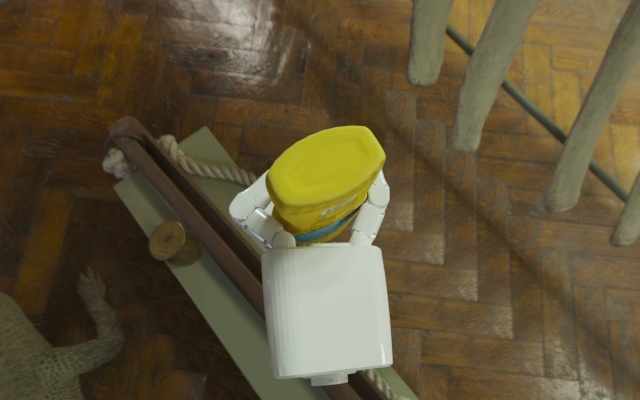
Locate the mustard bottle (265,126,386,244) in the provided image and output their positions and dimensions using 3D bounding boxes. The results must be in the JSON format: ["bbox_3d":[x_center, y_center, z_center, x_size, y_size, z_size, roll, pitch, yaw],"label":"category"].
[{"bbox_3d":[0.000,0.001,0.456,0.096,0.058,0.192,-28,-15,-12],"label":"mustard bottle"}]
